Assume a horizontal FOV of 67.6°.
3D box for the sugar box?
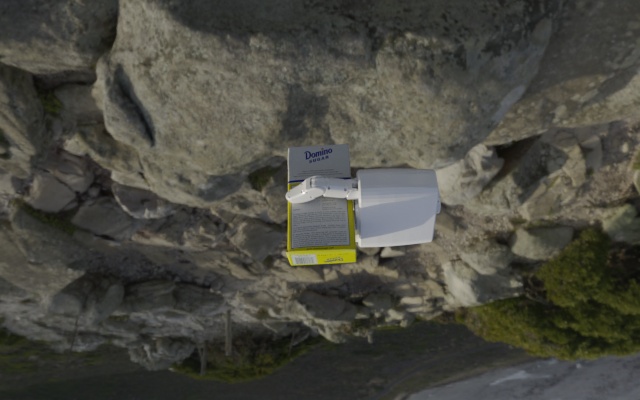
[{"bbox_3d":[0.000,0.003,0.681,0.093,0.176,0.048,-3,-34,3],"label":"sugar box"}]
